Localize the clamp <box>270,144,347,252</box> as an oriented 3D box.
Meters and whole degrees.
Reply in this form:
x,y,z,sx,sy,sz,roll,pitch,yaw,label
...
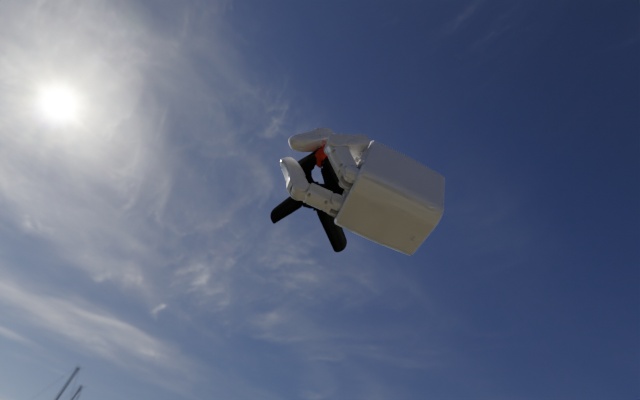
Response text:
x,y,z,sx,sy,sz,roll,pitch,yaw,label
0.000,0.002,0.651,0.120,0.039,0.172,25,-41,1,clamp
